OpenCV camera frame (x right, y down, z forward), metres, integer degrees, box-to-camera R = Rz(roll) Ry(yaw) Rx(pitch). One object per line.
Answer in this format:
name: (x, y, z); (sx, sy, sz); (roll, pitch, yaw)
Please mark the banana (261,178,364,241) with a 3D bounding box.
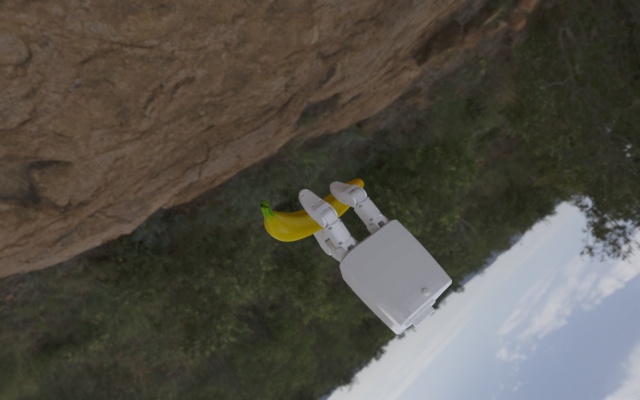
banana: (-0.009, 0.017, 0.661); (0.037, 0.070, 0.198); (44, 37, 24)
